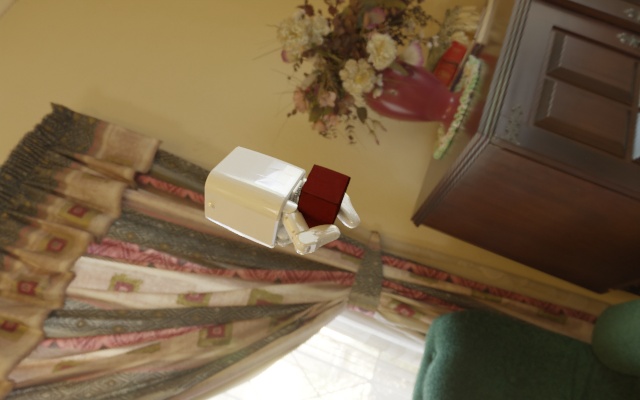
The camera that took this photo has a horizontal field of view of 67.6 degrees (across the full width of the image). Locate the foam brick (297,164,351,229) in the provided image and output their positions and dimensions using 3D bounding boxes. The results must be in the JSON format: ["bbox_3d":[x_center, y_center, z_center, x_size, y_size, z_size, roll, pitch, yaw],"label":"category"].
[{"bbox_3d":[0.000,0.002,0.622,0.051,0.053,0.078,23,-40,5],"label":"foam brick"}]
